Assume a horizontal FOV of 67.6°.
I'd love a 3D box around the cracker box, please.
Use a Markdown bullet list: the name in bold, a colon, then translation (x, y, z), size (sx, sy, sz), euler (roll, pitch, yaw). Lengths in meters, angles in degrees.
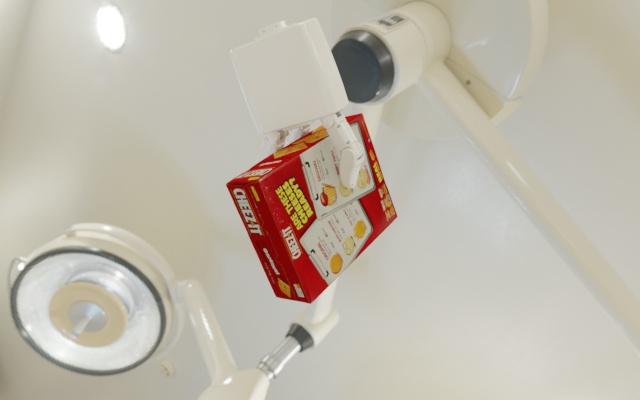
- **cracker box**: translation (0.000, 0.002, 0.621), size (0.072, 0.164, 0.213), euler (-3, 25, 43)
